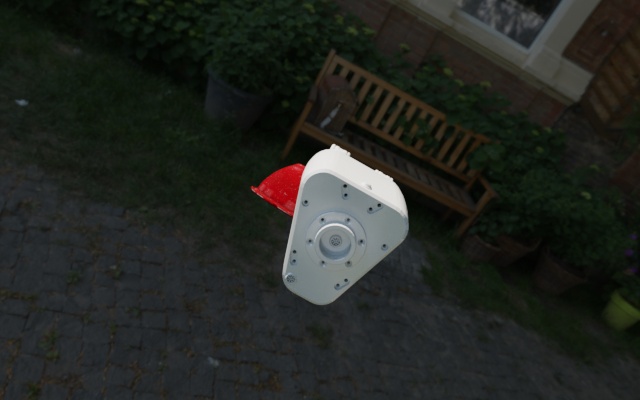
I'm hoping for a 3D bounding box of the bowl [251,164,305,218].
[{"bbox_3d":[0.000,0.001,0.575,0.162,0.055,0.162,29,1,-1],"label":"bowl"}]
